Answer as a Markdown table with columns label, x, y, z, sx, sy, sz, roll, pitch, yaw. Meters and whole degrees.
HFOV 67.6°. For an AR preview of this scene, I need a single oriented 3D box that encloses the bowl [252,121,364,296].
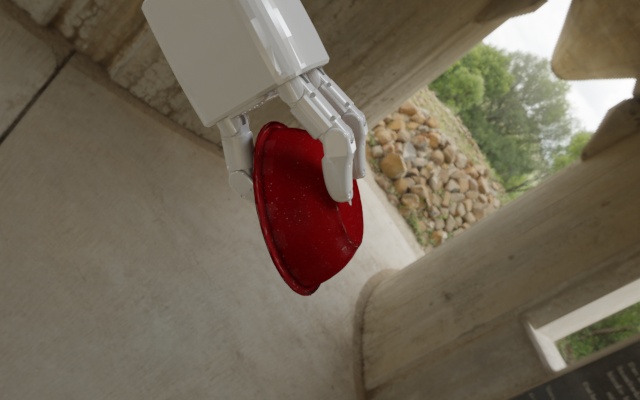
| label | x | y | z | sx | sy | sz | roll | pitch | yaw |
| --- | --- | --- | --- | --- | --- | --- | --- | --- | --- |
| bowl | 0.001 | 0.002 | 0.430 | 0.055 | 0.162 | 0.162 | -12 | -4 | 17 |
